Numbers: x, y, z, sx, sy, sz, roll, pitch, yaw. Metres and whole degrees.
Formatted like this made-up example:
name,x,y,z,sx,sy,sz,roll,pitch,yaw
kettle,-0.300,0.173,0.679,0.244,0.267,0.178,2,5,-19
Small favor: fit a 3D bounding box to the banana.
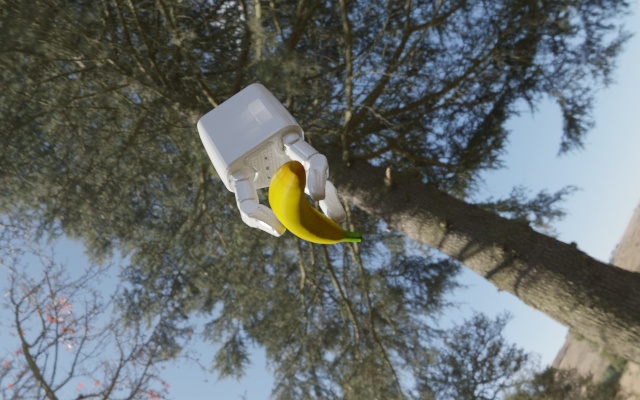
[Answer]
name,x,y,z,sx,sy,sz,roll,pitch,yaw
banana,-0.016,0.009,0.519,0.069,0.037,0.198,-18,-28,15
